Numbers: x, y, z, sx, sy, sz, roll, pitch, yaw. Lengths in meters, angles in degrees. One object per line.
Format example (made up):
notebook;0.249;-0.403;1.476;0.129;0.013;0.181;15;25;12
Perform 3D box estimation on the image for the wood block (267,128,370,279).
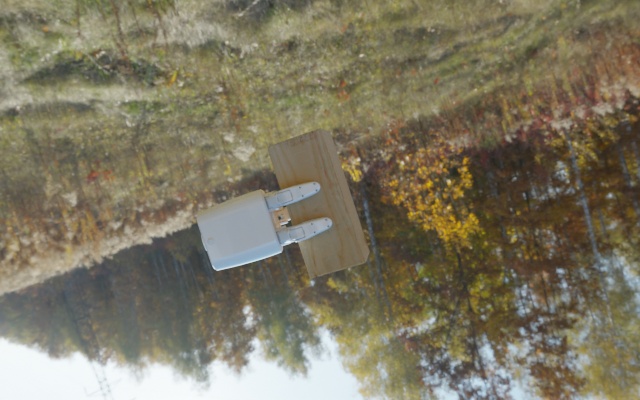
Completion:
wood block;0.000;0.003;0.740;0.090;0.206;0.091;-18;2;10
